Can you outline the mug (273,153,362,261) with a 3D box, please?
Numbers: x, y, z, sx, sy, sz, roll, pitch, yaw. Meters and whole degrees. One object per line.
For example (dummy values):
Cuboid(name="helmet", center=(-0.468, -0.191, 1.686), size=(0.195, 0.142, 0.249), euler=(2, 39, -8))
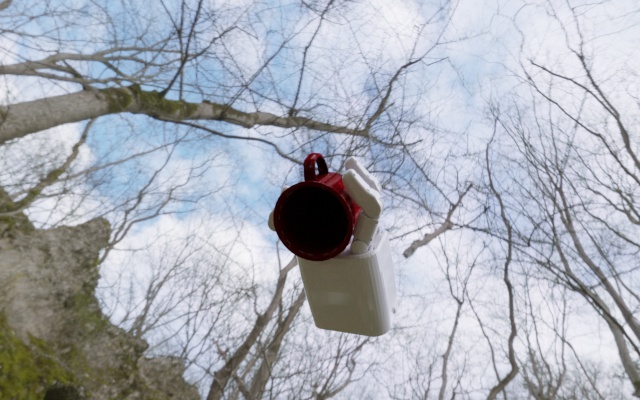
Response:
Cuboid(name="mug", center=(0.000, 0.000, 0.559), size=(0.093, 0.117, 0.081), euler=(-6, 14, 19))
